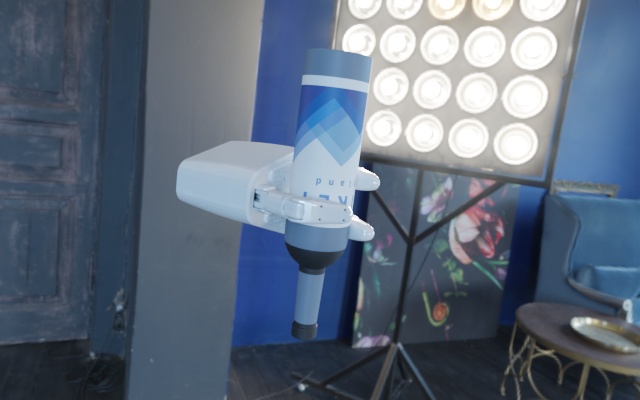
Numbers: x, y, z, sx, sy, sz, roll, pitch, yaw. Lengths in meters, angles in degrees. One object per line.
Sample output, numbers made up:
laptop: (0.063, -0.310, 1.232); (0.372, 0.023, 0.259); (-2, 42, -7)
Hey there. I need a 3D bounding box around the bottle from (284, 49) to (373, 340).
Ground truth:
bottle: (0.000, 0.001, 0.491); (0.069, 0.296, 0.069); (7, 10, -1)
